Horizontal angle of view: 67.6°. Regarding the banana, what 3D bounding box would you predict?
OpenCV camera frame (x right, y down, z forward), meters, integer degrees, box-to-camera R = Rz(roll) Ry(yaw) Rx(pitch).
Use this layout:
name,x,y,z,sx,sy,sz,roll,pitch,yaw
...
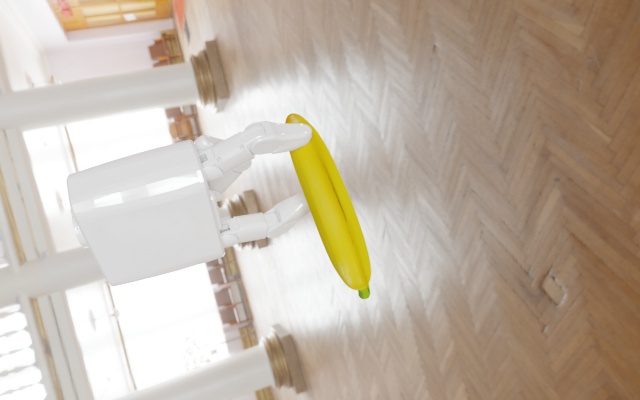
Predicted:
name,x,y,z,sx,sy,sz,roll,pitch,yaw
banana,0.005,0.001,0.443,0.037,0.198,0.069,-19,-7,-13
